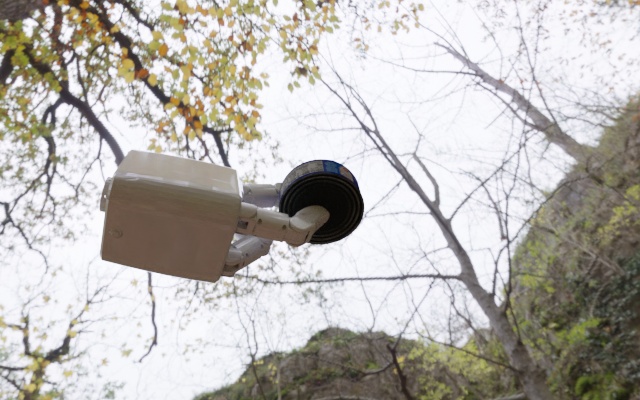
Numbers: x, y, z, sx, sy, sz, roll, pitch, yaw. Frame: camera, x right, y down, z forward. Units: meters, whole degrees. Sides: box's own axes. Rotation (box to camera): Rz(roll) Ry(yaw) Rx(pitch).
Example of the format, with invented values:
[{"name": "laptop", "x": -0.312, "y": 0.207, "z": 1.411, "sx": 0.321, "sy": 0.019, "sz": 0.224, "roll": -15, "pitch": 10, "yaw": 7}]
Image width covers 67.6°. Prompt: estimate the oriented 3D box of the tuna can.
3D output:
[{"name": "tuna can", "x": 0.000, "y": 0.001, "z": 0.487, "sx": 0.086, "sy": 0.086, "sz": 0.033, "roll": 0, "pitch": 33, "yaw": -5}]
